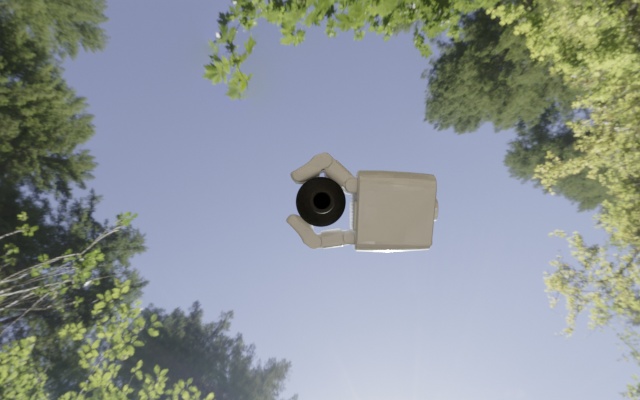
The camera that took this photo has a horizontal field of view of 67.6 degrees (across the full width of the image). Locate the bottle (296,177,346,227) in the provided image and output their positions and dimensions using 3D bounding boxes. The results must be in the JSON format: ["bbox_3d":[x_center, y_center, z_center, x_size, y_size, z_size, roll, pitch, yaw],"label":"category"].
[{"bbox_3d":[0.000,0.002,0.665,0.069,0.069,0.296,0,-1,-1],"label":"bottle"}]
